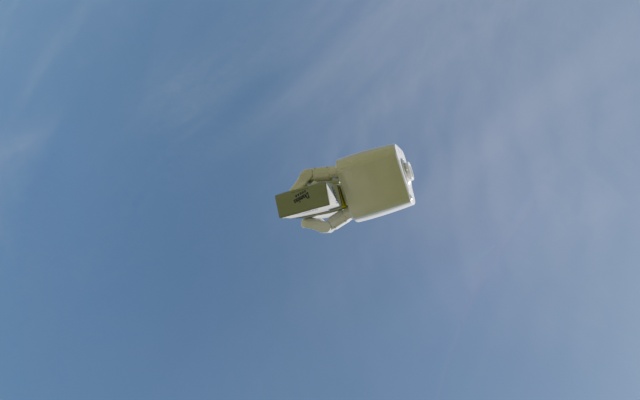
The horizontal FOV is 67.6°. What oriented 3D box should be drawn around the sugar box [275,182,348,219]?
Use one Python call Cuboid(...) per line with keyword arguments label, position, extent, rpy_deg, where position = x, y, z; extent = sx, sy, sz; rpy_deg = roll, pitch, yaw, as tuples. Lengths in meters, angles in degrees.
Cuboid(label="sugar box", position=(0.000, 0.002, 0.841), extent=(0.093, 0.048, 0.176), rpy_deg=(-15, -10, 19))
